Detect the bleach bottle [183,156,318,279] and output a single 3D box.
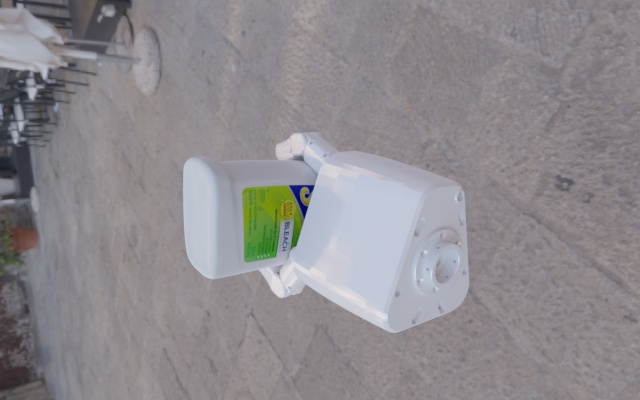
[{"bbox_3d":[0.000,0.002,0.460,0.251,0.102,0.068,-9,20,-36],"label":"bleach bottle"}]
